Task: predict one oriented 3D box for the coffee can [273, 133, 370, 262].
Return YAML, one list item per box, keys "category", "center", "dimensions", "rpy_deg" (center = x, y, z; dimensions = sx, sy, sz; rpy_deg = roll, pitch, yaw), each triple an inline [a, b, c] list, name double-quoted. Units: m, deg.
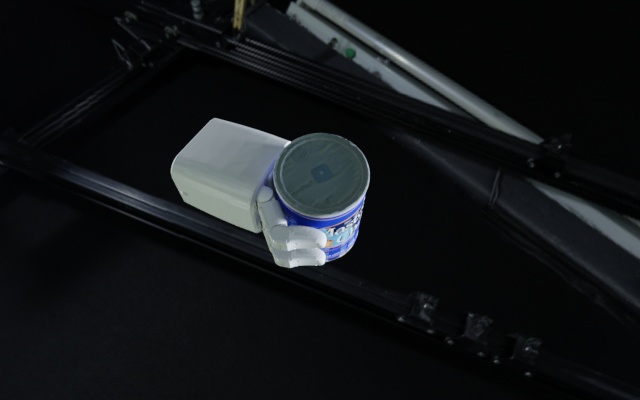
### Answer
- category: "coffee can"
  center: [0.000, 0.002, 0.568]
  dimensions: [0.103, 0.102, 0.140]
  rpy_deg: [0, -27, -1]
